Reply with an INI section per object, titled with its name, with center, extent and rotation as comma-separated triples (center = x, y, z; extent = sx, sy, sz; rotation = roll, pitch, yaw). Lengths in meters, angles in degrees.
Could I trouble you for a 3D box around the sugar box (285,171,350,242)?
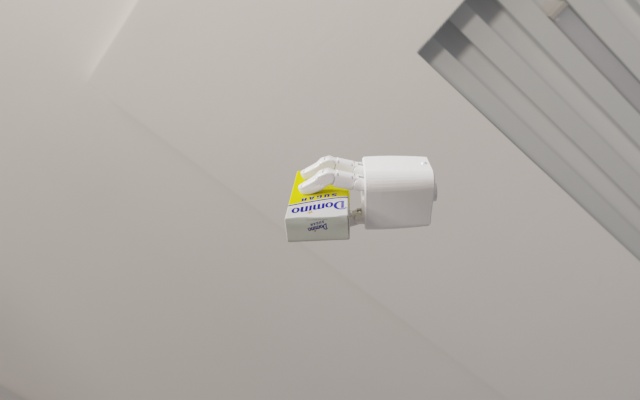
[sugar box]
center = 0.000, 0.002, 0.753
extent = 0.093, 0.048, 0.176
rotation = -3, 24, 4
